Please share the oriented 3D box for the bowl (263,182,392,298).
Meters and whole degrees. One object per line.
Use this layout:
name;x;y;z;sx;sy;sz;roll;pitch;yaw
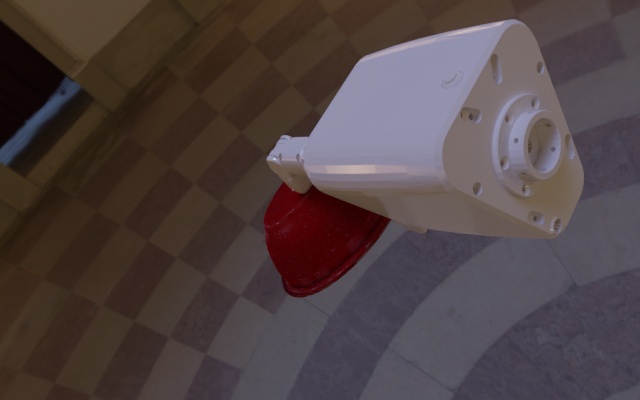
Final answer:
bowl;-0.001;0.001;0.418;0.055;0.162;0.162;39;-14;-18
